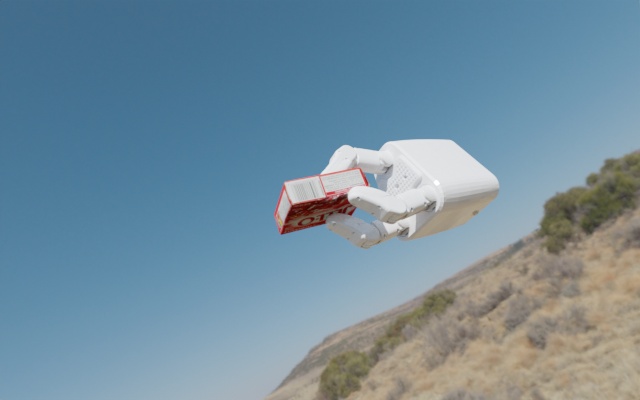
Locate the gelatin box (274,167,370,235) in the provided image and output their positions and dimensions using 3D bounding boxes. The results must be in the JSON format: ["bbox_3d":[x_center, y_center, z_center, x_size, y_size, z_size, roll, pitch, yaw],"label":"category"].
[{"bbox_3d":[0.000,0.001,0.511,0.089,0.030,0.073,-12,-24,-20],"label":"gelatin box"}]
